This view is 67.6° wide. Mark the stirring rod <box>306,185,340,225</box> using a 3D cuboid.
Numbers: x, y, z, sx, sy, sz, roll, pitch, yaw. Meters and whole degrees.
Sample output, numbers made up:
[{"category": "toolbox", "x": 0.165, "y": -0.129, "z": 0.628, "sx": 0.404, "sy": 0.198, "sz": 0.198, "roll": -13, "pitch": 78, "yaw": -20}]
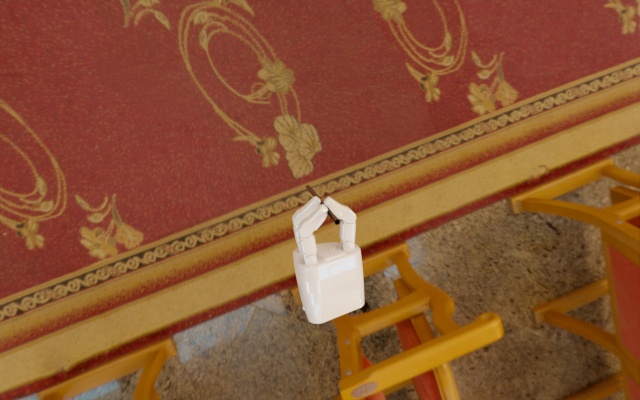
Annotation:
[{"category": "stirring rod", "x": 0.000, "y": 0.003, "z": 0.813, "sx": 0.011, "sy": 0.011, "sz": 0.239, "roll": 0, "pitch": 14, "yaw": -12}]
